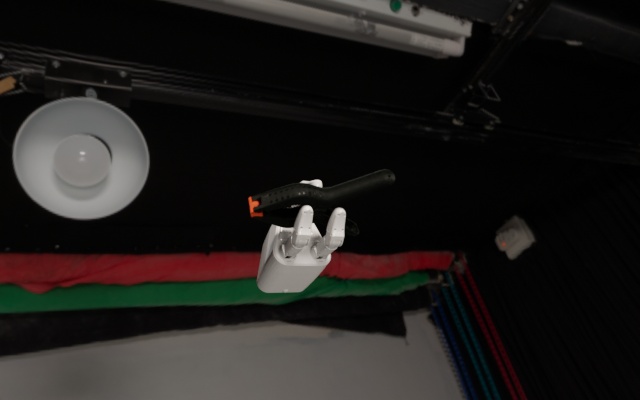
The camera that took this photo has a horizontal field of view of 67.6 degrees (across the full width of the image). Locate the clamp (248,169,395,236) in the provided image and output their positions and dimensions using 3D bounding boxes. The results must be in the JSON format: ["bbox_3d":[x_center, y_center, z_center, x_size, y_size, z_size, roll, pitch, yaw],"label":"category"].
[{"bbox_3d":[-0.001,0.002,0.716,0.210,0.036,0.165,4,-37,-26],"label":"clamp"}]
